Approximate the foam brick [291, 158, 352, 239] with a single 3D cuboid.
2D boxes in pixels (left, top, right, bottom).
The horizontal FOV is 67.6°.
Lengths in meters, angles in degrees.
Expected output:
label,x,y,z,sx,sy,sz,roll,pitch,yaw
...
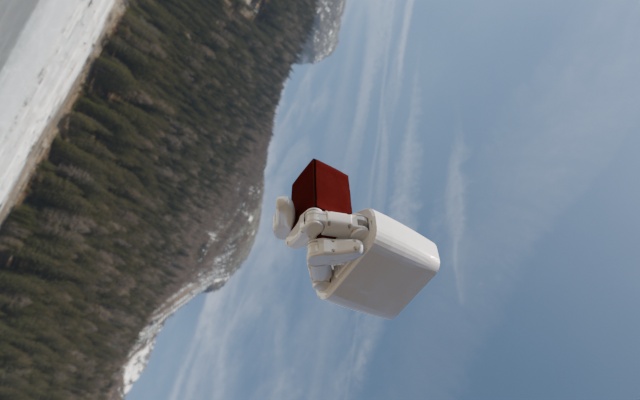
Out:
label,x,y,z,sx,sy,sz,roll,pitch,yaw
foam brick,0.000,0.002,0.560,0.051,0.078,0.053,22,-47,-25
